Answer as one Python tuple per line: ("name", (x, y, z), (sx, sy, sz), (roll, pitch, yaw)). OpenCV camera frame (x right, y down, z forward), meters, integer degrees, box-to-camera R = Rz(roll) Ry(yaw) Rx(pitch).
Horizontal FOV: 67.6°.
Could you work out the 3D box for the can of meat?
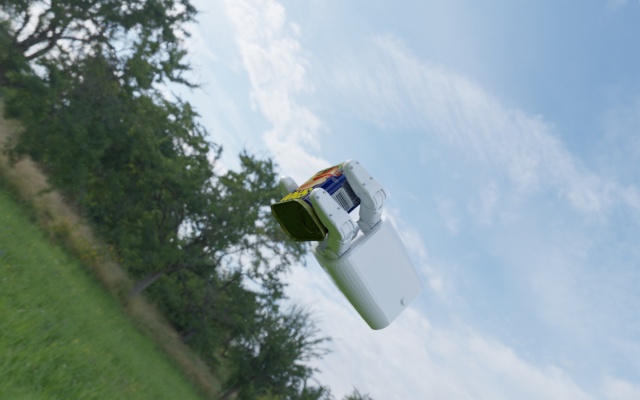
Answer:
("can of meat", (0.000, 0.002, 0.572), (0.084, 0.057, 0.102), (-39, 12, -24))
